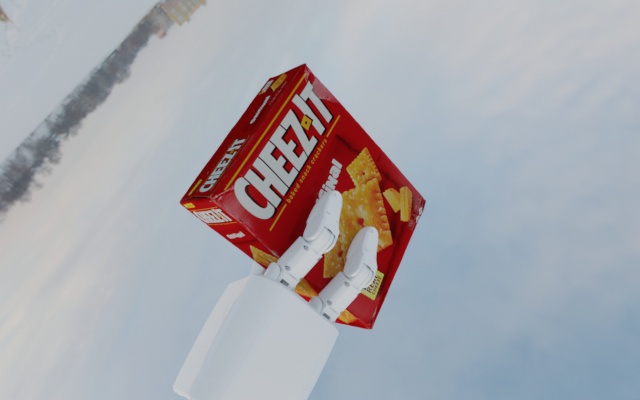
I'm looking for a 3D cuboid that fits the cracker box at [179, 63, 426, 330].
[{"bbox_3d":[0.000,0.002,0.474,0.214,0.164,0.072,44,-29,-28],"label":"cracker box"}]
